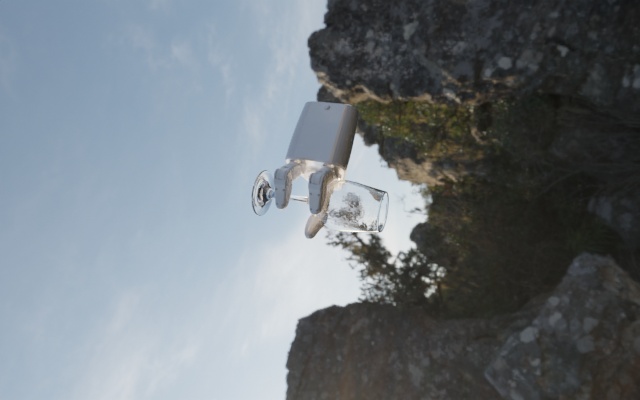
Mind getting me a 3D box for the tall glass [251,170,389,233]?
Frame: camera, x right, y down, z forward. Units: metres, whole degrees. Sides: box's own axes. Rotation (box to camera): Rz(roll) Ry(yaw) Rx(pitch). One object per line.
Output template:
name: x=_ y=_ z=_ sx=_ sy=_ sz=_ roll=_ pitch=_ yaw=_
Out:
tall glass: x=-0.001 y=0.002 z=0.733 sx=0.201 sy=0.079 sz=0.079 roll=9 pitch=3 yaw=19
